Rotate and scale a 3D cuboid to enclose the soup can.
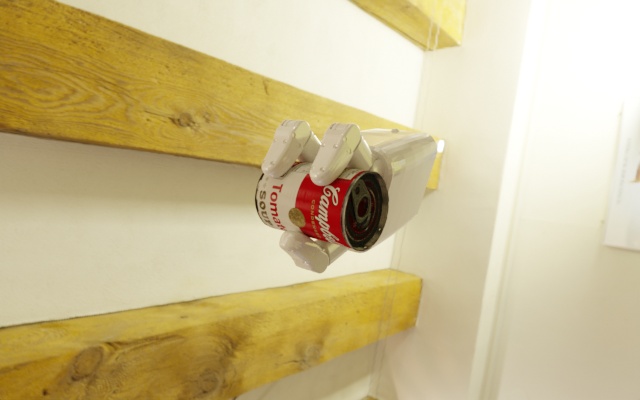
[{"bbox_3d":[0.000,0.002,0.426,0.102,0.068,0.068,11,7,37],"label":"soup can"}]
